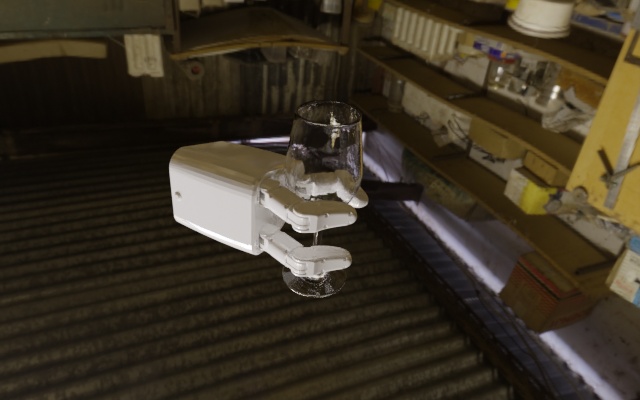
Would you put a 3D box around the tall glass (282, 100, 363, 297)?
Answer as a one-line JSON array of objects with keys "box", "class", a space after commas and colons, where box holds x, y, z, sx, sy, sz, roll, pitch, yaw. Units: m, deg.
[{"box": [0.000, 0.002, 0.495, 0.079, 0.201, 0.079, 4, 33, -3], "class": "tall glass"}]
